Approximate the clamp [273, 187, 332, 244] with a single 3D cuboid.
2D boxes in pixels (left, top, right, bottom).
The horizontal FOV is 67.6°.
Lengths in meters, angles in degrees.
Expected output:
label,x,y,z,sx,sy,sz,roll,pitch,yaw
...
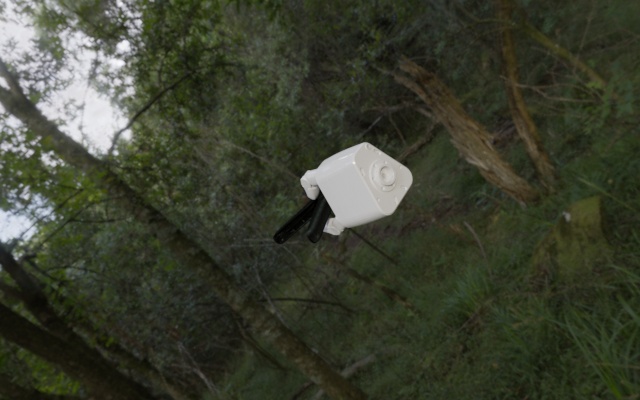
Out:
label,x,y,z,sx,sy,sz,roll,pitch,yaw
clamp,0.000,0.002,0.874,0.036,0.210,0.164,46,-29,-17
